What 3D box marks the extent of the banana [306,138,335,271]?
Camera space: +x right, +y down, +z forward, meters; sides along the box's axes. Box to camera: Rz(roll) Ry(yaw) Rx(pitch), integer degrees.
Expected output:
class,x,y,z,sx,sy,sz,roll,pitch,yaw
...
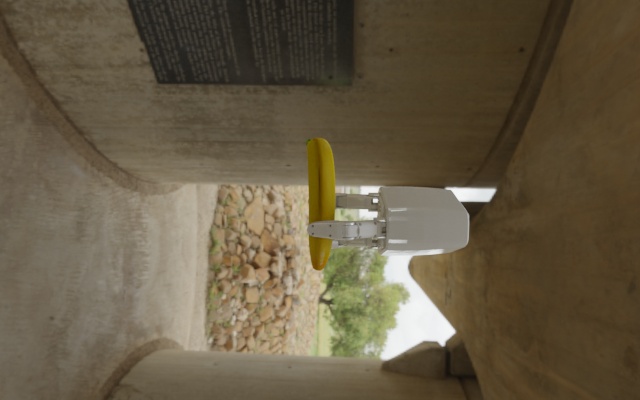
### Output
class,x,y,z,sx,sy,sz,roll,pitch,yaw
banana,0.001,-0.007,0.648,0.037,0.197,0.070,-1,-20,-3
